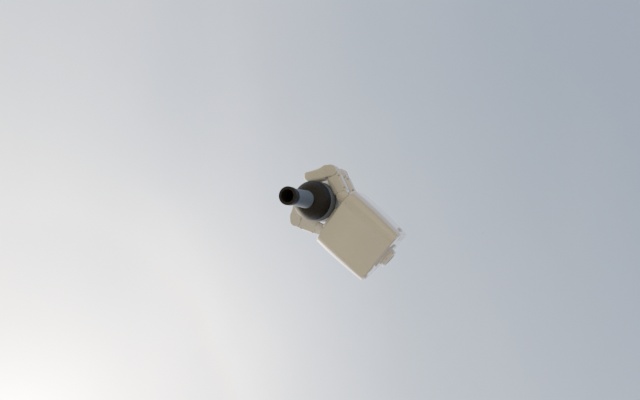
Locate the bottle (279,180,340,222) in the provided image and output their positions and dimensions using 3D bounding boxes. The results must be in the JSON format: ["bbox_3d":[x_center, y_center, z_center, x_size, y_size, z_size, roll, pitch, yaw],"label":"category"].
[{"bbox_3d":[0.000,0.003,0.815,0.069,0.069,0.296,0,-4,19],"label":"bottle"}]
